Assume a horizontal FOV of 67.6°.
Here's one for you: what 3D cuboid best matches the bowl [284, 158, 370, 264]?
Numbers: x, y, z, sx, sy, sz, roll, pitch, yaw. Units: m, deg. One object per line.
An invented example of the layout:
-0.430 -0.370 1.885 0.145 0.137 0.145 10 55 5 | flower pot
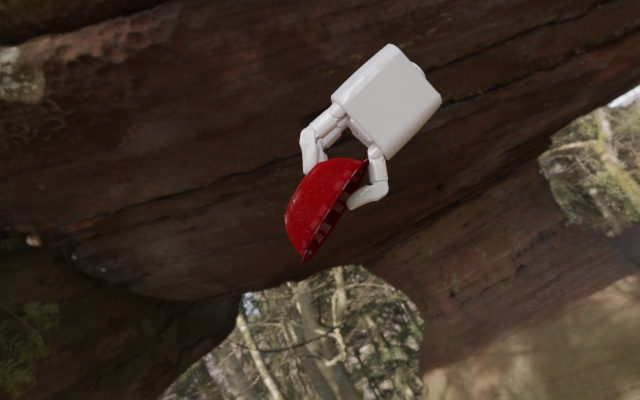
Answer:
-0.001 0.003 0.627 0.055 0.162 0.162 32 5 8 | bowl
